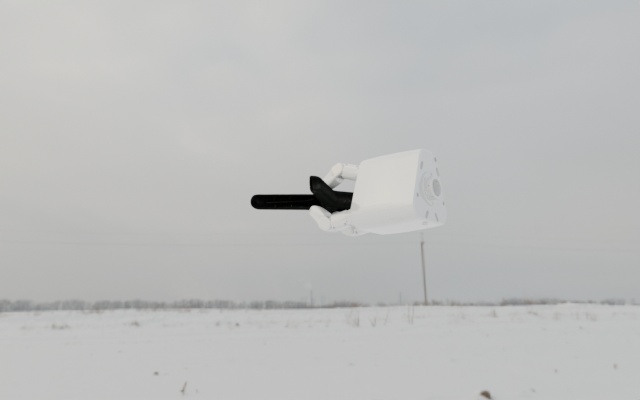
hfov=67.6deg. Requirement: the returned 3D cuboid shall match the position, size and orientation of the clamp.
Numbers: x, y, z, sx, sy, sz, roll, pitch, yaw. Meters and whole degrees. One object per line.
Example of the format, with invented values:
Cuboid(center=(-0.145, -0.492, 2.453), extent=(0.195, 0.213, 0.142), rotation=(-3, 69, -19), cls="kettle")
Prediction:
Cuboid(center=(0.001, 0.002, 0.800), extent=(0.164, 0.036, 0.210), rotation=(-11, -16, 41), cls="clamp")
